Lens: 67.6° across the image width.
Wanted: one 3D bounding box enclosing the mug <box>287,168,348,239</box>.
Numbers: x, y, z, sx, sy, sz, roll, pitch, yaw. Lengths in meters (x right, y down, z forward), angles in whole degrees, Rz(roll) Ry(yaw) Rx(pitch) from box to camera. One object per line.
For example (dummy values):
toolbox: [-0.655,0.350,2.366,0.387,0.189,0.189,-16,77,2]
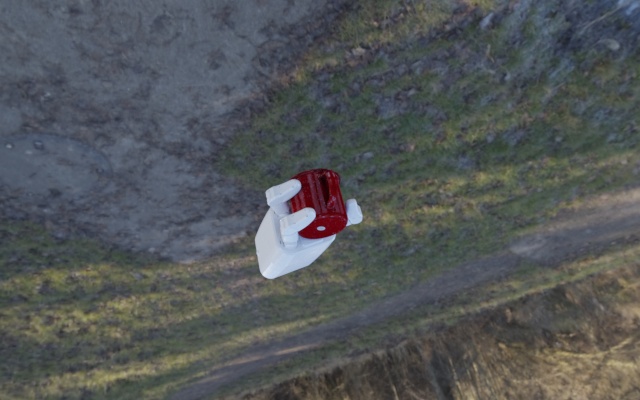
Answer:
mug: [0.001,0.002,0.739,0.093,0.081,0.117,1,-31,-26]
